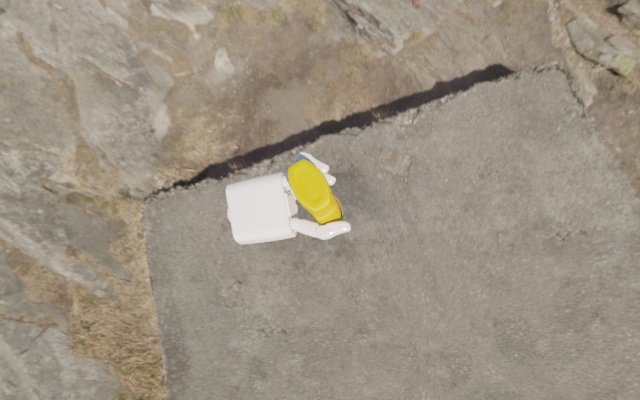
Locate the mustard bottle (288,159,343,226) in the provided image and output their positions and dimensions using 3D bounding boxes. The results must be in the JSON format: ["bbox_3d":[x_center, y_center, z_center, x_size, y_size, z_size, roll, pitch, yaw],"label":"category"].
[{"bbox_3d":[0.000,0.003,0.849,0.058,0.096,0.192,-33,-22,0],"label":"mustard bottle"}]
